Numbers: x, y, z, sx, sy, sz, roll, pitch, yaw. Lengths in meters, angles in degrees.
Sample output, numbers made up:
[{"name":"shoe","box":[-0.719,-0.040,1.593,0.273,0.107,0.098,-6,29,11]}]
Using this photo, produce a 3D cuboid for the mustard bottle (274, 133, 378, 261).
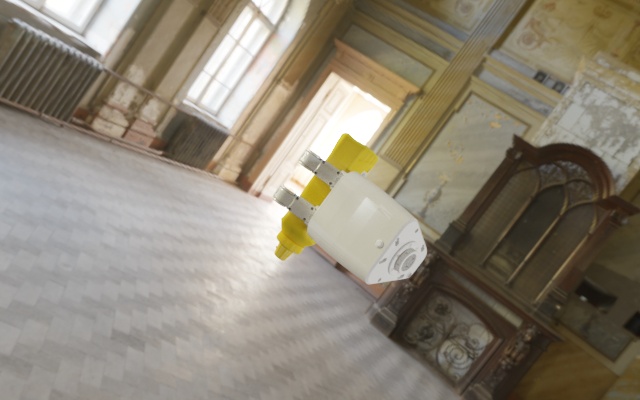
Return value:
[{"name":"mustard bottle","box":[0.000,0.002,0.649,0.058,0.191,0.096,37,5,11]}]
